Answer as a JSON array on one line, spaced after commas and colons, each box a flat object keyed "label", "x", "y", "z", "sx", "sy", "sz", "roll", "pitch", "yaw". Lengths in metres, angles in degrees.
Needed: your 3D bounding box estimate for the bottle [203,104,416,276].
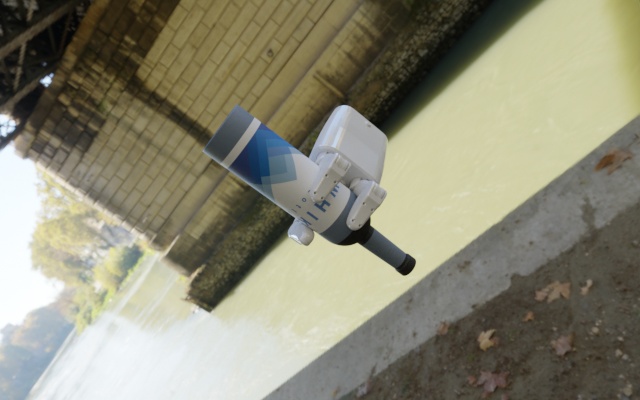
[{"label": "bottle", "x": 0.000, "y": 0.002, "z": 0.578, "sx": 0.296, "sy": 0.069, "sz": 0.069, "roll": 36, "pitch": -11, "yaw": -15}]
